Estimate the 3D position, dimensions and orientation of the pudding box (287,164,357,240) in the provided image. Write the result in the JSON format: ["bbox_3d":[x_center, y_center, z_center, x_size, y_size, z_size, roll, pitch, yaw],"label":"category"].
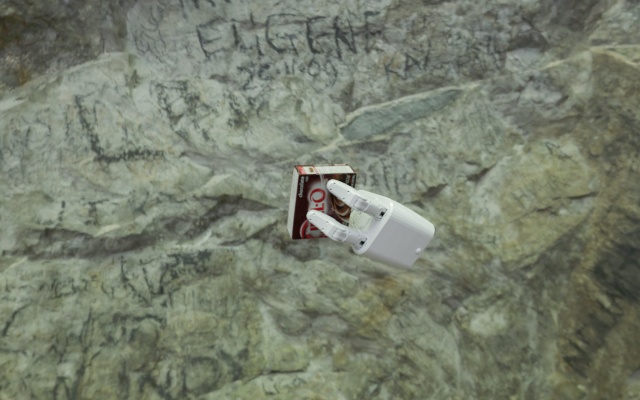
[{"bbox_3d":[0.000,0.002,0.717,0.090,0.113,0.039,-3,27,-19],"label":"pudding box"}]
